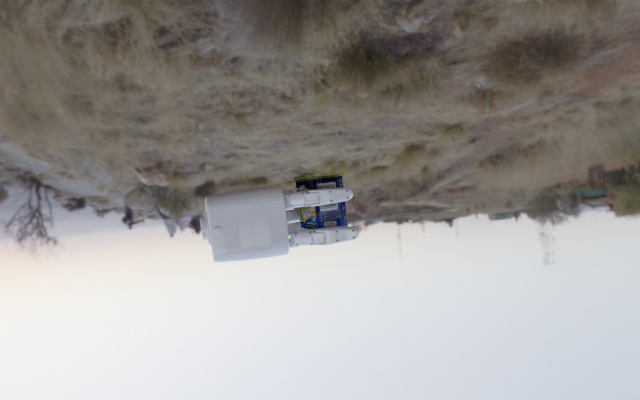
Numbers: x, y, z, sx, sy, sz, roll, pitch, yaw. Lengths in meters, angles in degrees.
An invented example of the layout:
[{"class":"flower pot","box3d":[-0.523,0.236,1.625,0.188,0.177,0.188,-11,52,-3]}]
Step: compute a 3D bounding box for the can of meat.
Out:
[{"class":"can of meat","box3d":[0.000,0.003,0.709,0.057,0.084,0.102,-7,2,-19]}]
